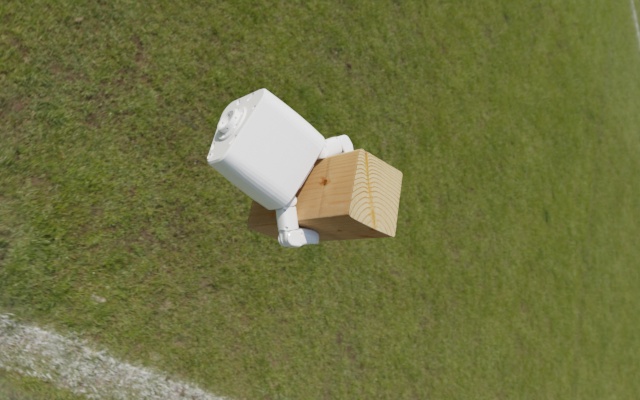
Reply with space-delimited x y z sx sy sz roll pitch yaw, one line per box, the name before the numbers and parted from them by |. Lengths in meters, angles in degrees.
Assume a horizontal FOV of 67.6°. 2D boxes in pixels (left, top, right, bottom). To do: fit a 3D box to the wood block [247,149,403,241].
wood block | 0.000 0.002 0.664 0.090 0.090 0.206 25 -22 -39
